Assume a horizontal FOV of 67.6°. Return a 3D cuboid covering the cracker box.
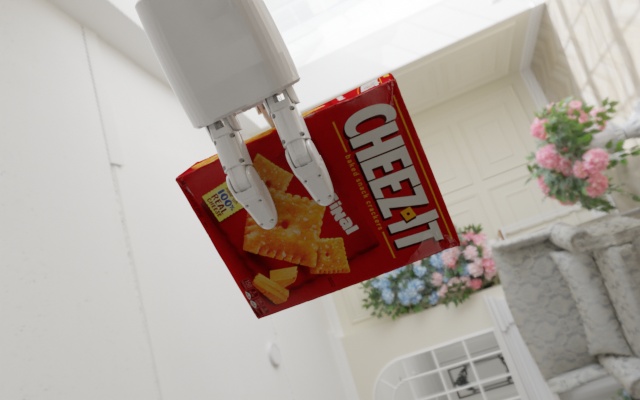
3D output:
[{"bbox_3d":[0.000,0.001,0.453,0.214,0.164,0.072,-22,16,13],"label":"cracker box"}]
